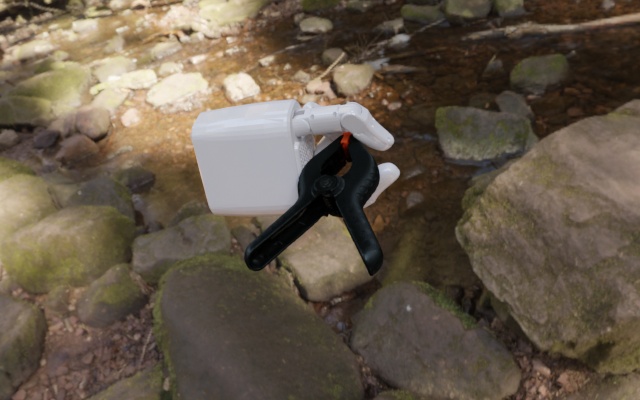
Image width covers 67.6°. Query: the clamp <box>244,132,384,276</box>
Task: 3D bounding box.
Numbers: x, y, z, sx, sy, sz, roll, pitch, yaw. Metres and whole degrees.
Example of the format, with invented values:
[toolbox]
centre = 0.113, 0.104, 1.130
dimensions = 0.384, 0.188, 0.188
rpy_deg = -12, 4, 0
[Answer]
[clamp]
centre = 0.000, 0.001, 0.435
dimensions = 0.120, 0.039, 0.171
rpy_deg = -3, 41, 13
